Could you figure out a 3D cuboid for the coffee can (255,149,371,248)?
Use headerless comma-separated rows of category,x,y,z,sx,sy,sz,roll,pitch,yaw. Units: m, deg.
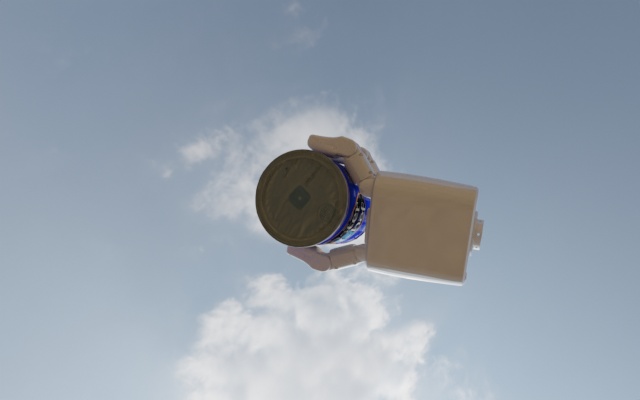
coffee can,0.000,0.002,0.560,0.103,0.103,0.140,0,-4,18
